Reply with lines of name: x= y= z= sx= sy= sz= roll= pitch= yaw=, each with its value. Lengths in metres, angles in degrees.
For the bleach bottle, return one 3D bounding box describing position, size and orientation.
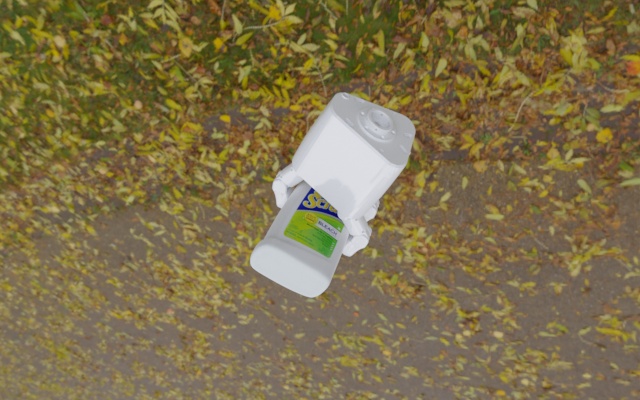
bleach bottle: x=0.000 y=0.002 z=0.649 sx=0.102 sy=0.250 sz=0.068 roll=30 pitch=-42 yaw=-8
